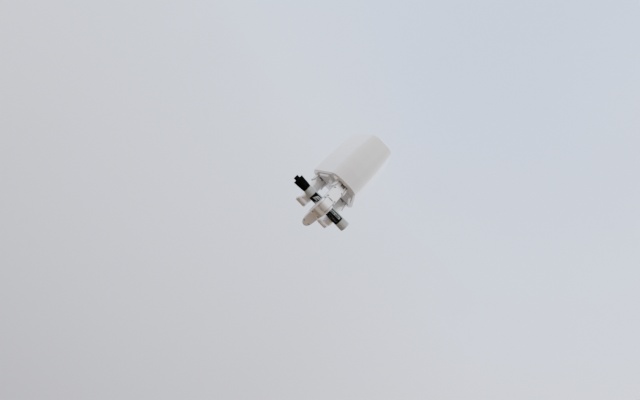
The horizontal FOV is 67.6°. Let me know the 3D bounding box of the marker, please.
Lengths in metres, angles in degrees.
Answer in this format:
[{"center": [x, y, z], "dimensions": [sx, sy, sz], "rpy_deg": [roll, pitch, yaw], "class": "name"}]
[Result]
[{"center": [0.000, 0.003, 0.804], "dimensions": [0.020, 0.121, 0.020], "rpy_deg": [-43, 7, 7], "class": "marker"}]
